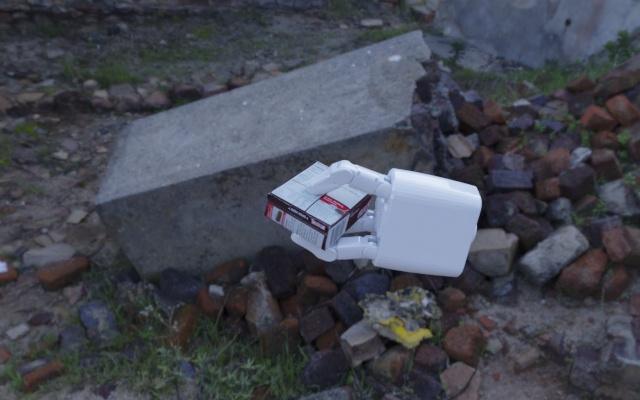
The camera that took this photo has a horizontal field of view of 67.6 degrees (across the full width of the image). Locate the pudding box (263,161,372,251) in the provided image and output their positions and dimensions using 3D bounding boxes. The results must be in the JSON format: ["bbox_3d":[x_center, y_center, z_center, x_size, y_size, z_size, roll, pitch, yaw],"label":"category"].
[{"bbox_3d":[0.000,0.002,0.586,0.090,0.039,0.113,28,36,20],"label":"pudding box"}]
